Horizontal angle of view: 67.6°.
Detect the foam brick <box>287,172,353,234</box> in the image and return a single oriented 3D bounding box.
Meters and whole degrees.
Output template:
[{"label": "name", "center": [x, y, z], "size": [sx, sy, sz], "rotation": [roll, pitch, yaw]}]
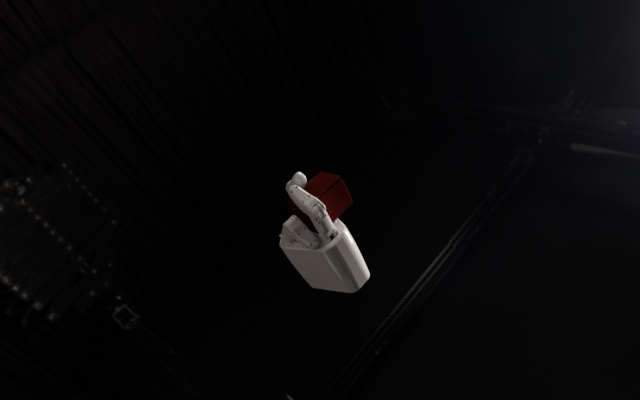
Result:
[{"label": "foam brick", "center": [0.000, 0.002, 0.727], "size": [0.078, 0.051, 0.053], "rotation": [-44, 33, -21]}]
